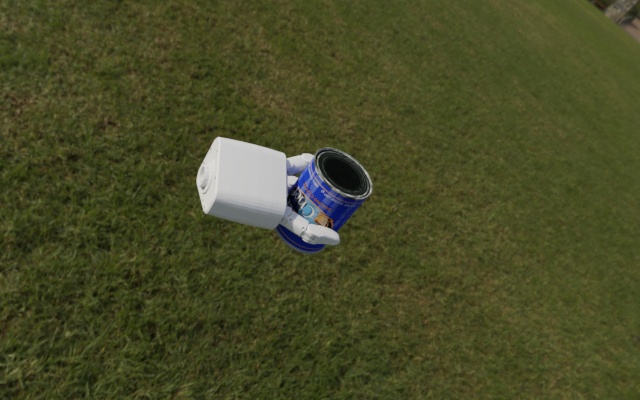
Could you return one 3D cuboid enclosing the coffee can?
[{"bbox_3d":[0.000,0.003,0.747,0.103,0.102,0.140,0,-39,-40],"label":"coffee can"}]
